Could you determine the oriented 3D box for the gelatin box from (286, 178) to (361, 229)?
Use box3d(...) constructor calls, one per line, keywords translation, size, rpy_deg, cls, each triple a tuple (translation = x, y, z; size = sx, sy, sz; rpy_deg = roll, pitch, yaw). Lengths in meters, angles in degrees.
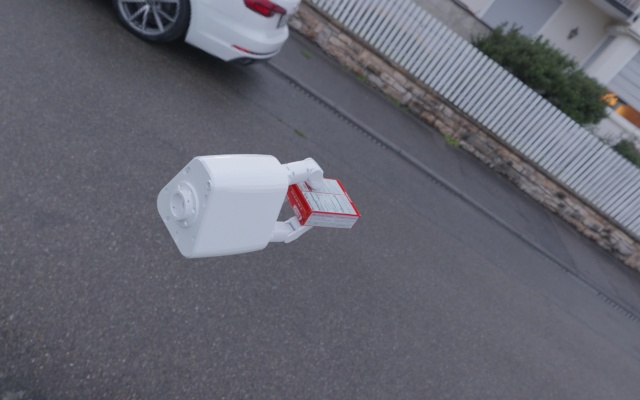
box3d(translation=(0.001, 0.002, 0.645), size=(0.089, 0.030, 0.073), rpy_deg=(5, 41, -38), cls="gelatin box")
